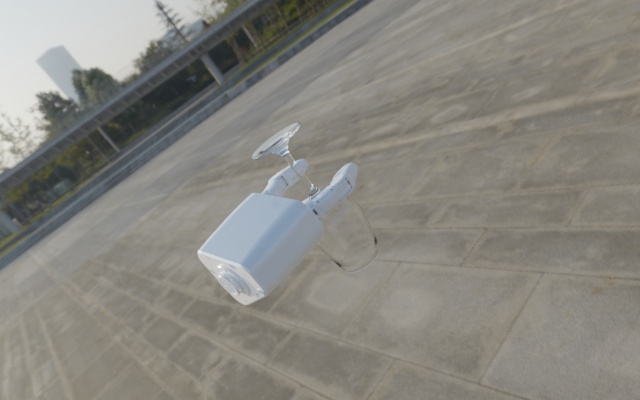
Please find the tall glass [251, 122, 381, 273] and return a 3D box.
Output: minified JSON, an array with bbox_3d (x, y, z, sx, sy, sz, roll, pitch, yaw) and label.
[{"bbox_3d":[0.000,0.001,0.620,0.079,0.201,0.079,-32,19,13],"label":"tall glass"}]
